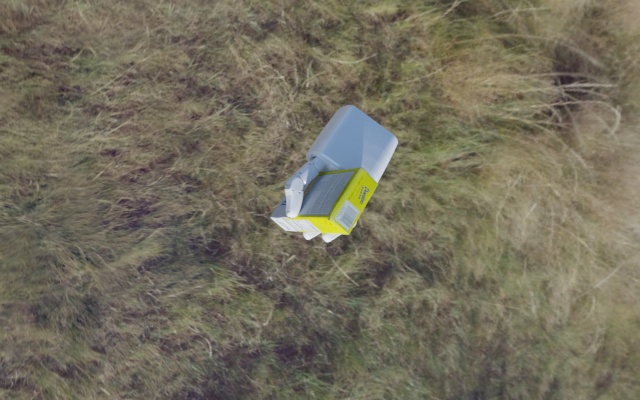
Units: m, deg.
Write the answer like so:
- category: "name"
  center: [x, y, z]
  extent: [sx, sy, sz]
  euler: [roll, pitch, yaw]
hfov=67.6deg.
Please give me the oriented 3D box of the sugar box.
- category: "sugar box"
  center: [0.001, 0.003, 0.734]
  extent: [0.048, 0.093, 0.176]
  euler: [42, -22, -23]
